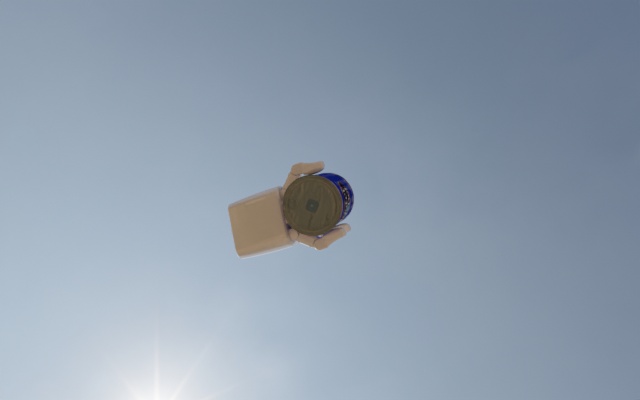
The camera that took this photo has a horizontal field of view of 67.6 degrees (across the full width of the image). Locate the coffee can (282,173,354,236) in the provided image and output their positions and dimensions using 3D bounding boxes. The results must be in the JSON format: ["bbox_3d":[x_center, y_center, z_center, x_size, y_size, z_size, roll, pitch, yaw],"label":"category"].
[{"bbox_3d":[0.000,0.003,0.857,0.103,0.103,0.140,0,5,12],"label":"coffee can"}]
